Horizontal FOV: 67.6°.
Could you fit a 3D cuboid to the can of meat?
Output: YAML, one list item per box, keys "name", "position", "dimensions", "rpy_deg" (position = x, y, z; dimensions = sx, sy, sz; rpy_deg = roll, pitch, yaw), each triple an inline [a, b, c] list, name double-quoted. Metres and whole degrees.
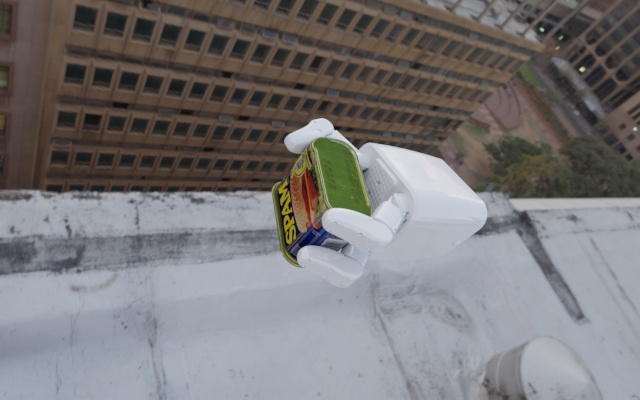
- name: "can of meat"
  position: [0.000, 0.001, 0.460]
  dimensions: [0.057, 0.102, 0.084]
  rpy_deg: [10, -39, -30]
